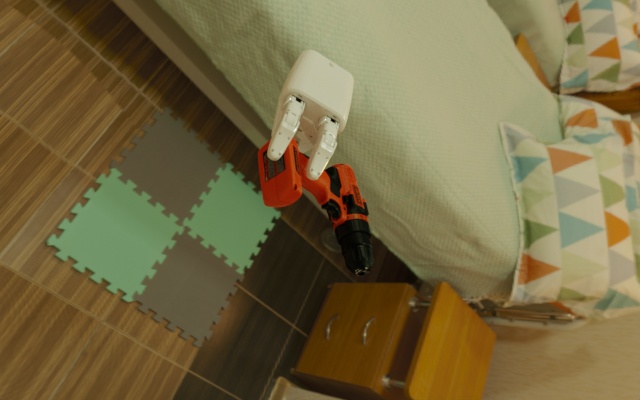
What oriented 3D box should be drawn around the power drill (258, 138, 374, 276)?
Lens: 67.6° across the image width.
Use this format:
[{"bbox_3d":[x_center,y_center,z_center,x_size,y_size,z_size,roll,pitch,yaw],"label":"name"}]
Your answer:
[{"bbox_3d":[0.000,0.002,0.658,0.057,0.184,0.188,-31,-38,25],"label":"power drill"}]
